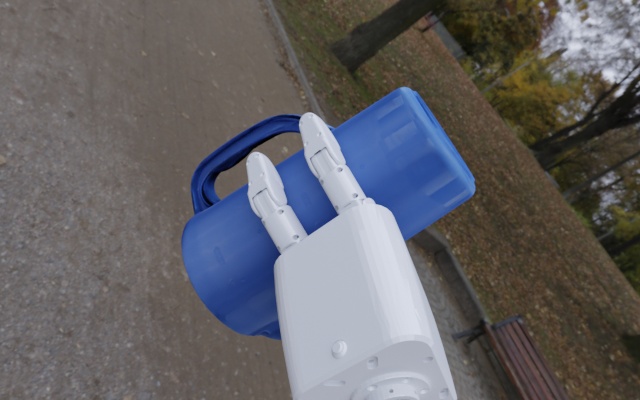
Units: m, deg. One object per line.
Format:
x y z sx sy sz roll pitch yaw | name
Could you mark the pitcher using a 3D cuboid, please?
0.000 0.002 0.428 0.243 0.145 0.149 -34 -52 18 | pitcher
